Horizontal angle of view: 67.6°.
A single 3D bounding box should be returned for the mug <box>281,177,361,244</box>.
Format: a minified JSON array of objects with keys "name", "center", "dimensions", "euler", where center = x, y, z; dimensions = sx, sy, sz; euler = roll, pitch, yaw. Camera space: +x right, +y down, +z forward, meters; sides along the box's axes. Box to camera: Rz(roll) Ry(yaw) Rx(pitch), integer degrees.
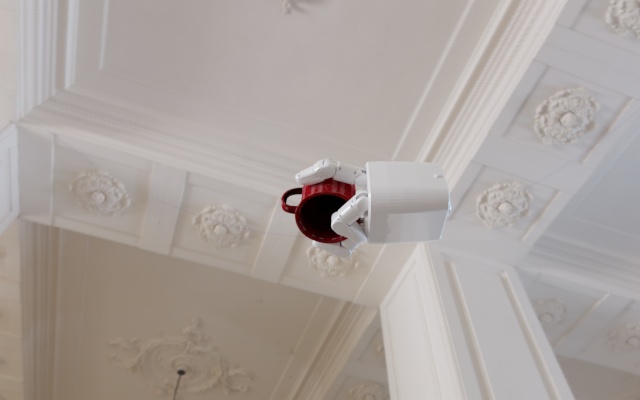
[{"name":"mug","center":[-0.001,0.002,0.708],"dimensions":[0.117,0.093,0.081],"euler":[1,35,3]}]
